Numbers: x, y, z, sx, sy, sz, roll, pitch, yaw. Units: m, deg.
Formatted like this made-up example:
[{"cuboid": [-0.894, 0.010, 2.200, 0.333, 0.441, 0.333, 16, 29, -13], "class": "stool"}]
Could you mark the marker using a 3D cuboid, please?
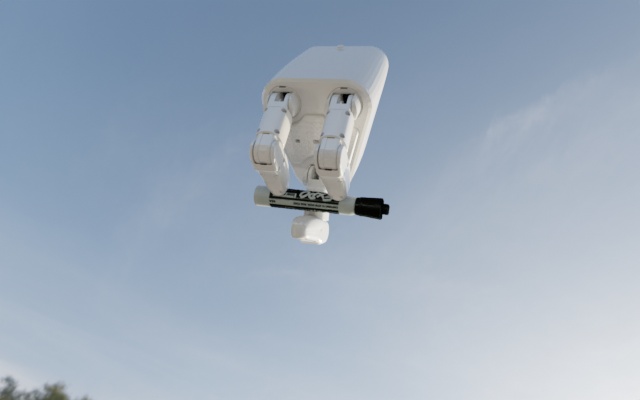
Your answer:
[{"cuboid": [0.000, 0.001, 0.420, 0.121, 0.020, 0.020, 6, 2, 16], "class": "marker"}]
